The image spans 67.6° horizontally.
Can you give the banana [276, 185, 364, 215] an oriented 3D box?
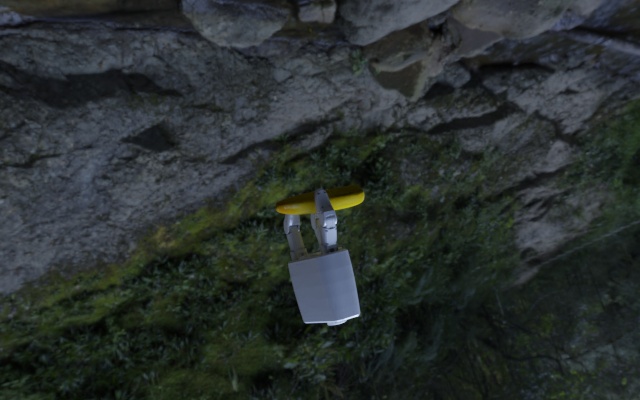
[{"bbox_3d":[0.016,-0.001,0.801,0.069,0.037,0.198,-12,-1,42],"label":"banana"}]
